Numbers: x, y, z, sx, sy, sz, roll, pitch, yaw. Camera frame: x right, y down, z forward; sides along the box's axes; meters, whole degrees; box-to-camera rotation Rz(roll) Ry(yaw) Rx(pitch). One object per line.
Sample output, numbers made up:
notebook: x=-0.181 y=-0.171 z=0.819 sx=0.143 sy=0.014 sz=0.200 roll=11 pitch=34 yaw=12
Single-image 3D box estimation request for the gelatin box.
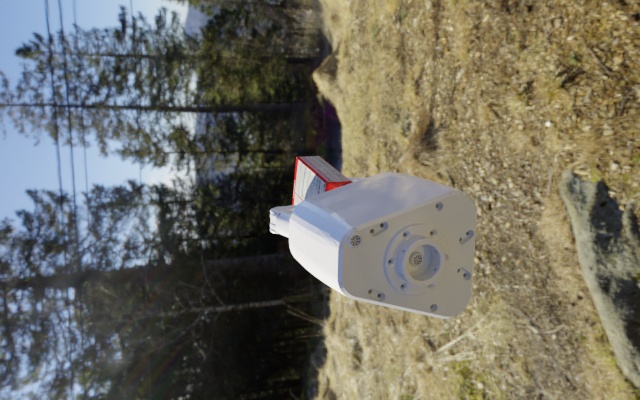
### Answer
gelatin box: x=0.000 y=0.001 z=0.485 sx=0.030 sy=0.073 sz=0.089 roll=-4 pitch=22 yaw=-23
